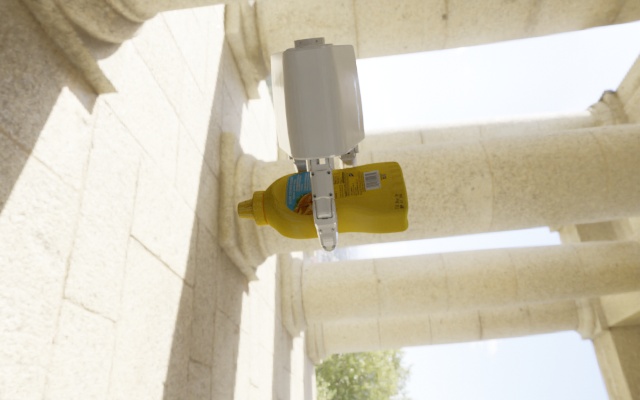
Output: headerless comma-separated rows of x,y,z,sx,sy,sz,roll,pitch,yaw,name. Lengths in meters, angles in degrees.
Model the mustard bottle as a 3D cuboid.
0.000,0.002,0.548,0.191,0.058,0.096,-5,41,4,mustard bottle
